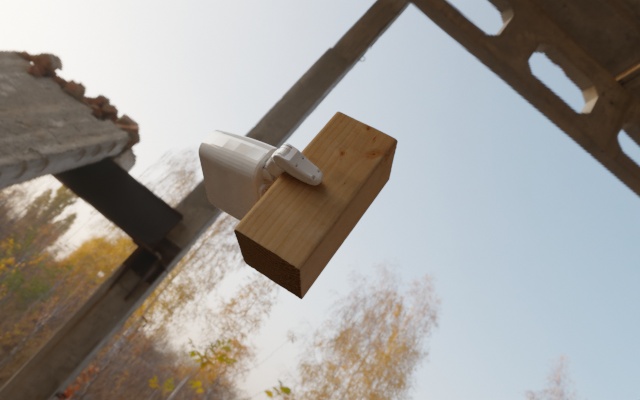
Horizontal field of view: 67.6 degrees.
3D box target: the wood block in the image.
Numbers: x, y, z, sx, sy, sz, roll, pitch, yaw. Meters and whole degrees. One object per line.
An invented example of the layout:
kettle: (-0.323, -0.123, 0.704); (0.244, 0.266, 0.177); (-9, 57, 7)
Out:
wood block: (0.000, 0.001, 0.580); (0.090, 0.206, 0.091); (29, -27, 18)
